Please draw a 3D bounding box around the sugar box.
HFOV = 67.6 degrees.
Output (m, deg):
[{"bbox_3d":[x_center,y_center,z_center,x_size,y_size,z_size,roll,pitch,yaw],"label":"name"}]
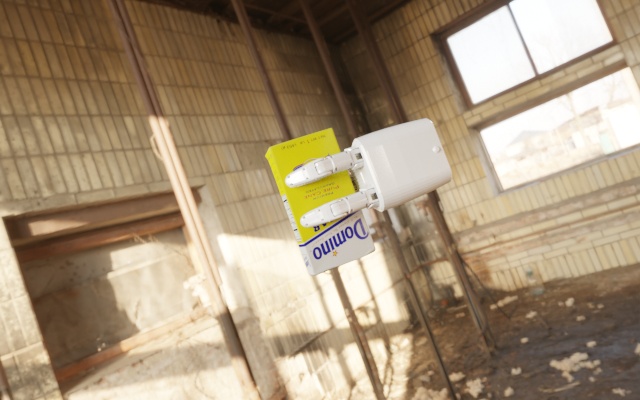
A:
[{"bbox_3d":[0.000,0.002,0.636,0.093,0.176,0.048,-20,-4,-15],"label":"sugar box"}]
